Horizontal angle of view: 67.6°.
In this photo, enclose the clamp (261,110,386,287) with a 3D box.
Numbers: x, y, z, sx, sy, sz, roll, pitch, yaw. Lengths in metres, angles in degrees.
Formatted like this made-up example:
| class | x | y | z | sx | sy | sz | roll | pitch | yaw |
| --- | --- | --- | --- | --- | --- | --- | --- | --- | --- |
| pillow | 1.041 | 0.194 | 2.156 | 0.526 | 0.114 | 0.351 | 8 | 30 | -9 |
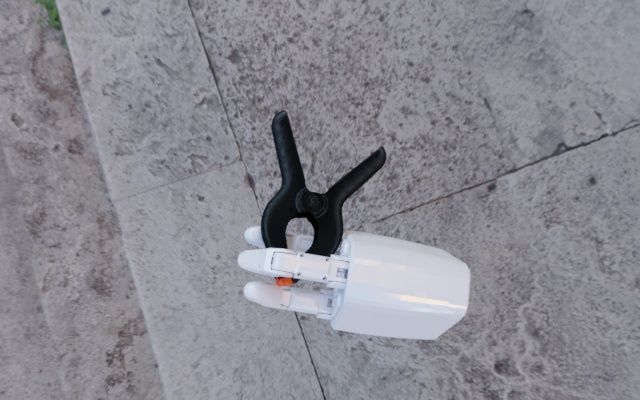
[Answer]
| class | x | y | z | sx | sy | sz | roll | pitch | yaw |
| --- | --- | --- | --- | --- | --- | --- | --- | --- | --- |
| clamp | 0.000 | 0.002 | 0.464 | 0.120 | 0.171 | 0.039 | 9 | -13 | -3 |
